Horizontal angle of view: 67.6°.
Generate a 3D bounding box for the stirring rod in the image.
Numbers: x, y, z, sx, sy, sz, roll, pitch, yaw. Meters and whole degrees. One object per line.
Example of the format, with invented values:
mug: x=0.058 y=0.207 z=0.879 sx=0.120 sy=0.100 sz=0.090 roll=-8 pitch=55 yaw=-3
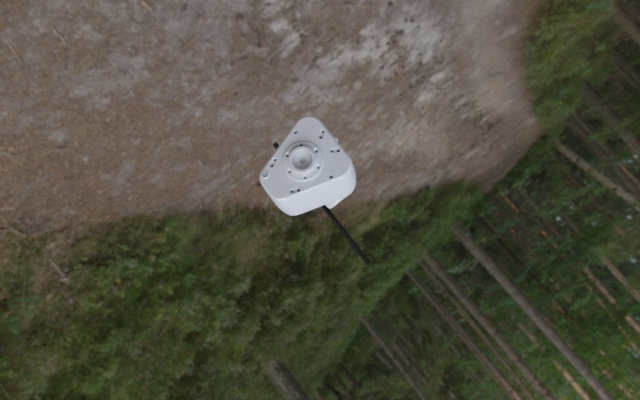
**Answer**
stirring rod: x=0.000 y=0.002 z=0.742 sx=0.011 sy=0.239 sz=0.011 roll=-37 pitch=-10 yaw=-8
